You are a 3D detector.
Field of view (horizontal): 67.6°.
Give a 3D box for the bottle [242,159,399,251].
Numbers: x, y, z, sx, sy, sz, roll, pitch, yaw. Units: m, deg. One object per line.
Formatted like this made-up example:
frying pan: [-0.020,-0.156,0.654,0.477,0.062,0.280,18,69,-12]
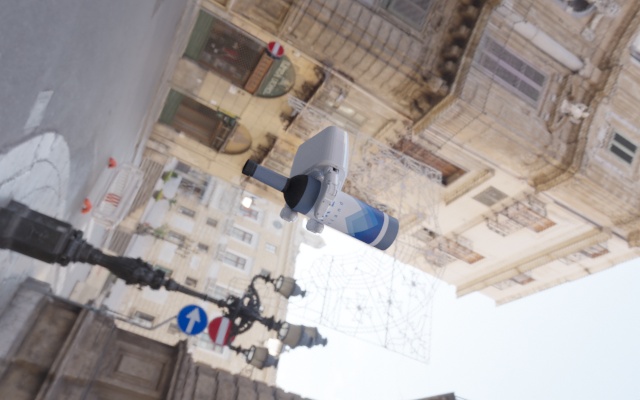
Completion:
bottle: [0.000,0.003,0.842,0.296,0.069,0.069,26,-8,-18]
